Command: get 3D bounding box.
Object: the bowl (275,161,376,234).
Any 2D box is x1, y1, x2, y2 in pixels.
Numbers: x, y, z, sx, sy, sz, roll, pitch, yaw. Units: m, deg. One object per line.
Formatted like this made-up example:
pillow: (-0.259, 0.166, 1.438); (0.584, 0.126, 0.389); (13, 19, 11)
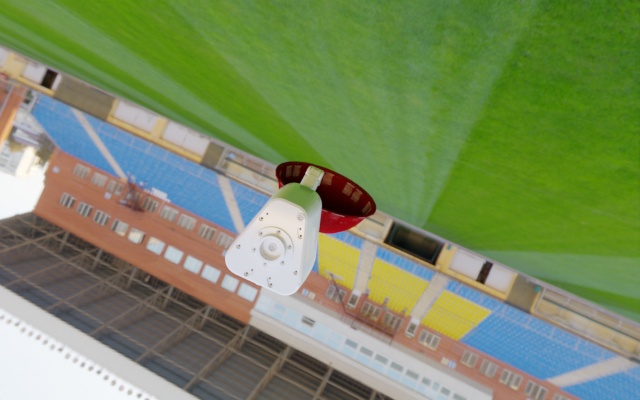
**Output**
bowl: (0.001, 0.002, 0.723); (0.162, 0.055, 0.162); (19, 24, -9)
